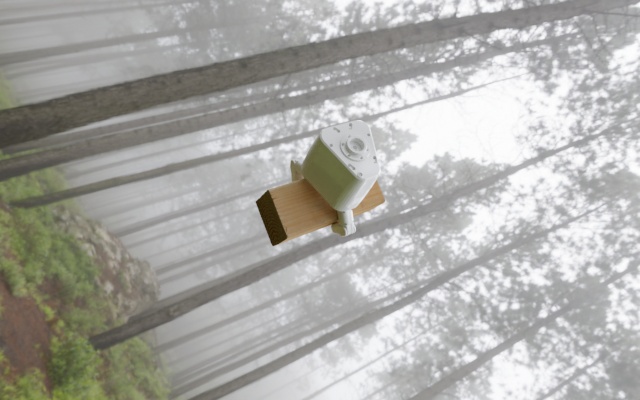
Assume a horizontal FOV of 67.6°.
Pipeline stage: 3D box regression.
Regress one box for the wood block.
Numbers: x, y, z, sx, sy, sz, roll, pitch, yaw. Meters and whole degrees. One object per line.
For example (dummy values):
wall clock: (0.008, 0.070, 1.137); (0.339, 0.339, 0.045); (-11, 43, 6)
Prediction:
wood block: (0.001, 0.003, 0.871); (0.206, 0.091, 0.090); (-18, -7, -26)
